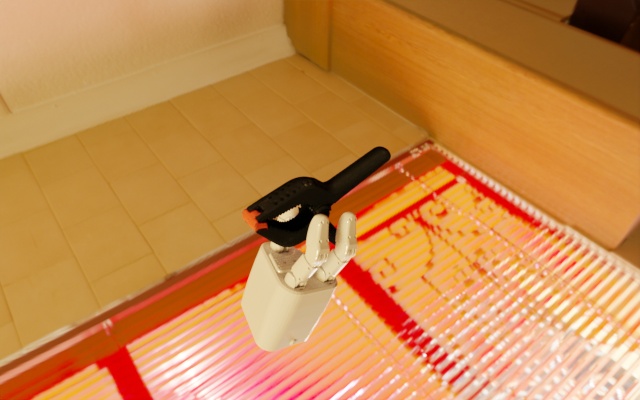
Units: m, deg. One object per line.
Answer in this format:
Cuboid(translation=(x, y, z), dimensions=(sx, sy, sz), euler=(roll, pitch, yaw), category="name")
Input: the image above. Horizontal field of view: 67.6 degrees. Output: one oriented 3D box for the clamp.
Cuboid(translation=(-0.001, 0.002, 0.597), dimensions=(0.210, 0.165, 0.036), euler=(-1, 31, -46), category="clamp")
